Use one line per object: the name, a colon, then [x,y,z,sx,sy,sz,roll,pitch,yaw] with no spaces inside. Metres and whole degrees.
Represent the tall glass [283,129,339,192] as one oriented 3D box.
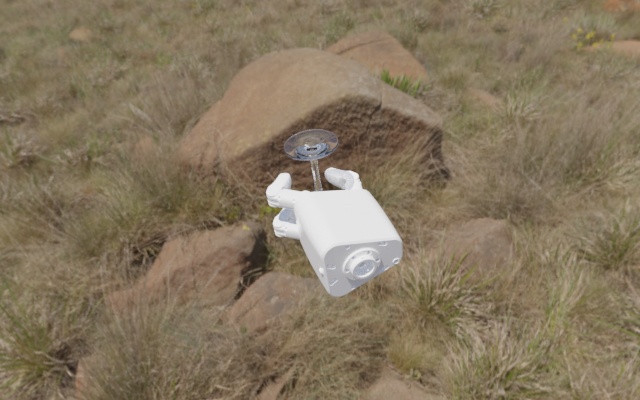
tall glass: [0.000,0.002,0.694,0.079,0.201,0.079,-6,38,5]
